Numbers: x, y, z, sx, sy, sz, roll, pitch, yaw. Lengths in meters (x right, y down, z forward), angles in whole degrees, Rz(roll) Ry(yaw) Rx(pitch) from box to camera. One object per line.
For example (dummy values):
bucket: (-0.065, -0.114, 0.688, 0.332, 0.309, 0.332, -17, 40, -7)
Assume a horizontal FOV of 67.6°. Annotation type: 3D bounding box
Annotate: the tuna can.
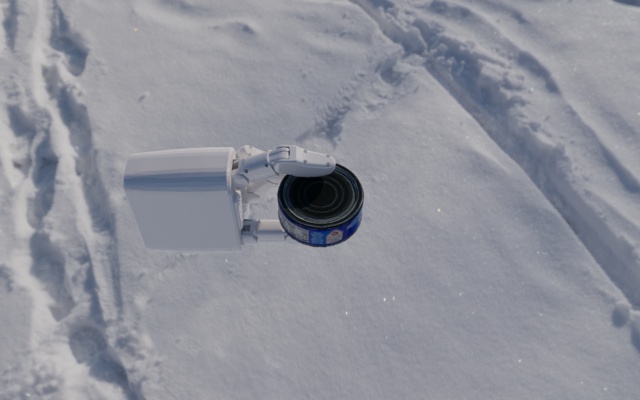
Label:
tuna can: (0.000, 0.001, 0.472, 0.086, 0.086, 0.034, 0, -37, -1)
